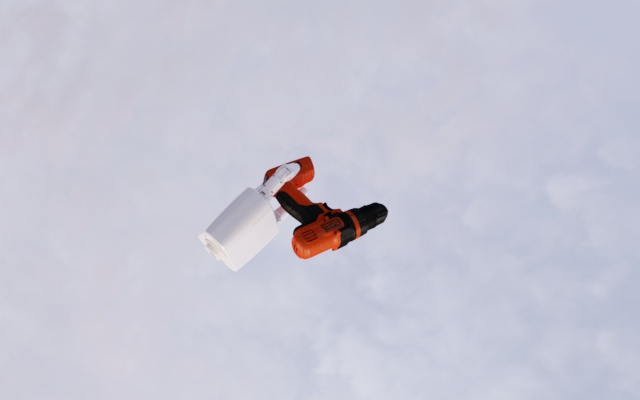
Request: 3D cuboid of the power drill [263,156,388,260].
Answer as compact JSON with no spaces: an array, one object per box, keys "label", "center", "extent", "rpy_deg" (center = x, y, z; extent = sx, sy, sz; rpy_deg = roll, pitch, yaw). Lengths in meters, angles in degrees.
[{"label":"power drill","center":[0.000,0.003,0.829],"extent":[0.184,0.057,0.187],"rpy_deg":[-21,51,-28]}]
